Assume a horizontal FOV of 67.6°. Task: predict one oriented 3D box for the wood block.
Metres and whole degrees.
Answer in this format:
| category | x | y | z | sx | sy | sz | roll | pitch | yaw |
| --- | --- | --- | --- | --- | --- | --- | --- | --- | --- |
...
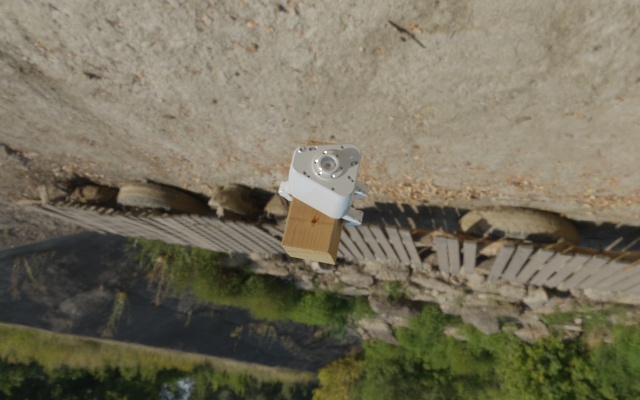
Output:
| category | x | y | z | sx | sy | sz | roll | pitch | yaw |
| --- | --- | --- | --- | --- | --- | --- | --- | --- | --- |
| wood block | 0.000 | 0.003 | 0.892 | 0.091 | 0.206 | 0.090 | 9 | -19 | 12 |
